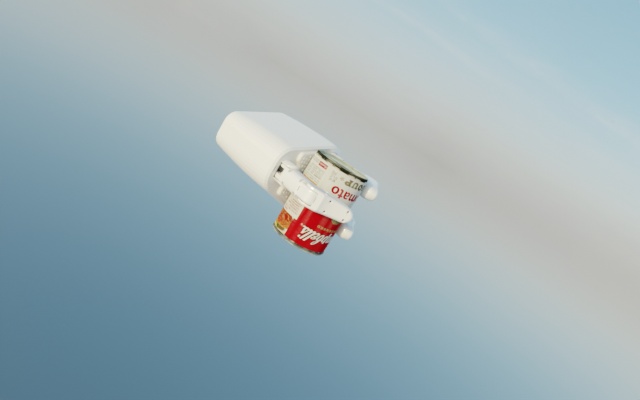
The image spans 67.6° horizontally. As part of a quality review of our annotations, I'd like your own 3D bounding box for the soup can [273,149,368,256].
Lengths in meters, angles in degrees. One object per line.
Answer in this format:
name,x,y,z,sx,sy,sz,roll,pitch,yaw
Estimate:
soup can,0.001,0.002,0.544,0.068,0.102,0.068,30,11,-7
